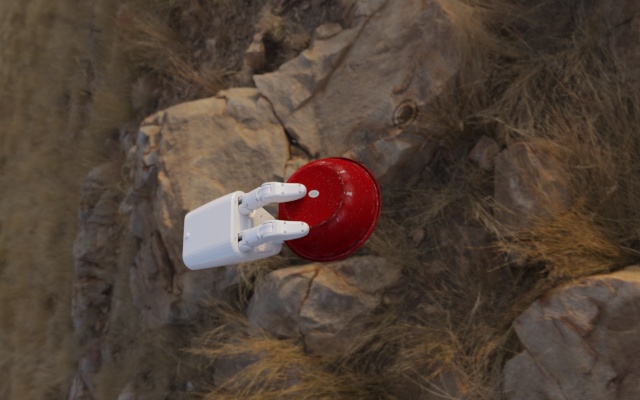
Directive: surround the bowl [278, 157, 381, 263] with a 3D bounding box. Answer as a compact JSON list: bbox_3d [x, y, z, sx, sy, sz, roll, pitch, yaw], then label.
[{"bbox_3d":[0.001,0.001,0.665,0.162,0.162,0.055,0,-20,25],"label":"bowl"}]
